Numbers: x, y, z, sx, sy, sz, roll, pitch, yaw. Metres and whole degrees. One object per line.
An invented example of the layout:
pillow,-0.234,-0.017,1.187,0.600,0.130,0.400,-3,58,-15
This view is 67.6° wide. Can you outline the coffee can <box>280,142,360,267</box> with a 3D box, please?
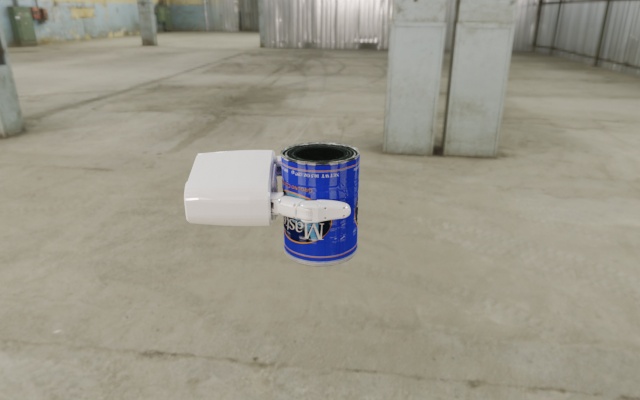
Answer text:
coffee can,0.000,0.002,0.637,0.103,0.140,0.102,0,21,0
